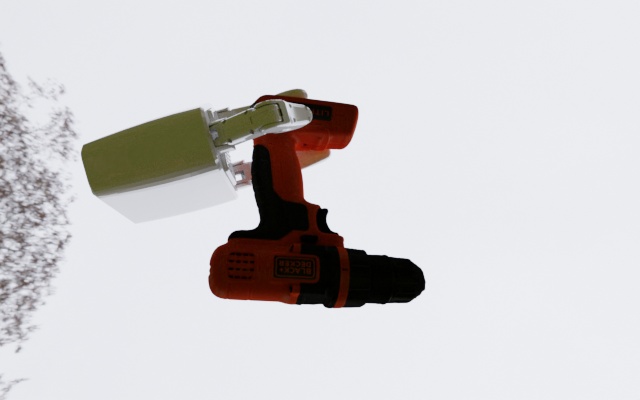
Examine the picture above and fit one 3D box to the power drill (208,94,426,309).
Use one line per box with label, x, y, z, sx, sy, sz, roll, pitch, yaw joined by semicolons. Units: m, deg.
power drill;0.000;0.001;0.426;0.184;0.187;0.057;5;-25;-13
